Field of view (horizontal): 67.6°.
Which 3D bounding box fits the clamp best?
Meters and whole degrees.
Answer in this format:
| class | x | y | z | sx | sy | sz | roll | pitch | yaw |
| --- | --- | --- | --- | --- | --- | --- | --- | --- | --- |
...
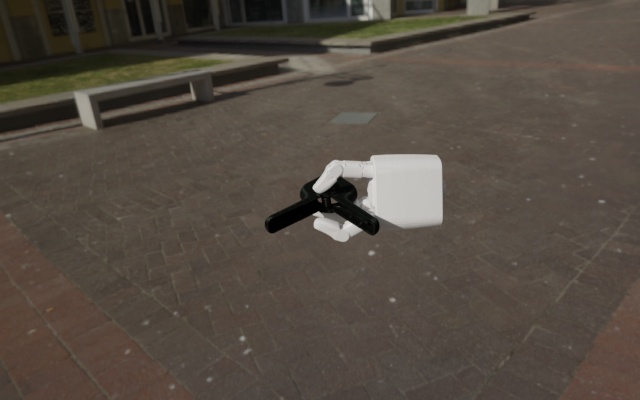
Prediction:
| class | x | y | z | sx | sy | sz | roll | pitch | yaw |
| --- | --- | --- | --- | --- | --- | --- | --- | --- | --- |
| clamp | 0.000 | 0.002 | 0.761 | 0.164 | 0.036 | 0.210 | -1 | 23 | -1 |
